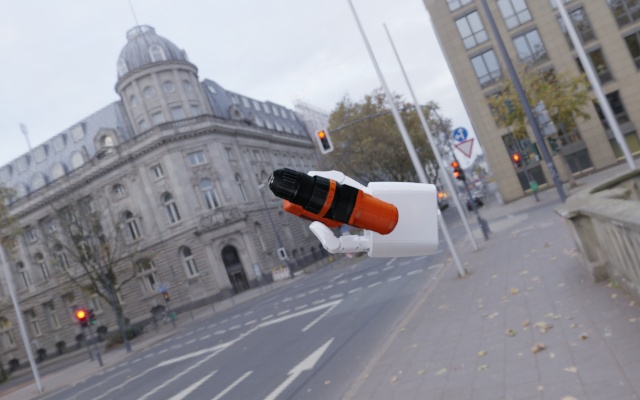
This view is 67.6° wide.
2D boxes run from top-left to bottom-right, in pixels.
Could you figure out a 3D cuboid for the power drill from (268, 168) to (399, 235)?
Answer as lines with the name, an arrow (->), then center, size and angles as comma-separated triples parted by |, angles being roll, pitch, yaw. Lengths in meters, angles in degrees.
power drill -> 0.000, 0.002, 0.700 | 0.184, 0.057, 0.187 | 21, -5, -14
